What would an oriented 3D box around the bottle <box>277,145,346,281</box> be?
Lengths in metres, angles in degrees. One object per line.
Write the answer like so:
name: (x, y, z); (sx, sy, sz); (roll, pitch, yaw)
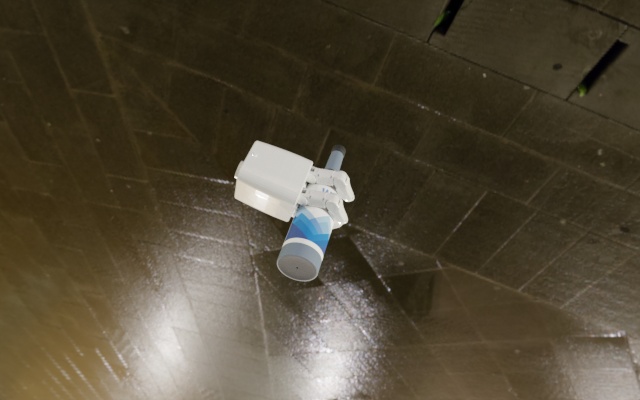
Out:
bottle: (0.000, 0.003, 0.835); (0.069, 0.069, 0.295); (0, 44, 20)
